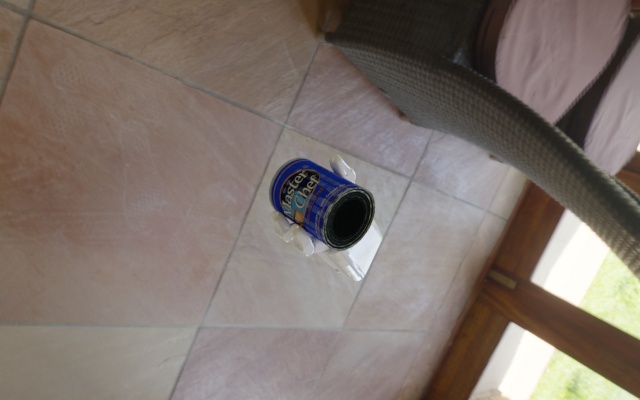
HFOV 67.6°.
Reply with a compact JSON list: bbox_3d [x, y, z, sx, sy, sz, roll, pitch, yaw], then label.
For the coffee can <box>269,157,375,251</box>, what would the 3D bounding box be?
[{"bbox_3d":[0.000,0.002,0.743,0.103,0.103,0.140,0,22,-42],"label":"coffee can"}]
